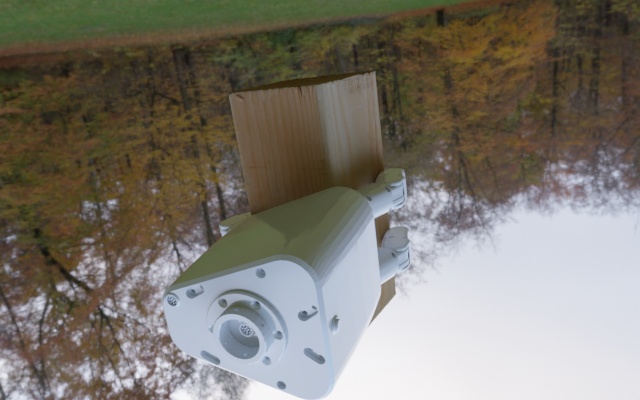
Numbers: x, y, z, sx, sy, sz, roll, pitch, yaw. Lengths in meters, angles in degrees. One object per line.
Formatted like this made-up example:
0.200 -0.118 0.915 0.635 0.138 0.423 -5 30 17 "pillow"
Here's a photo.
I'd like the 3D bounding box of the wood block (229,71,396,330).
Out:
0.000 0.002 0.412 0.091 0.206 0.090 4 21 32 "wood block"
